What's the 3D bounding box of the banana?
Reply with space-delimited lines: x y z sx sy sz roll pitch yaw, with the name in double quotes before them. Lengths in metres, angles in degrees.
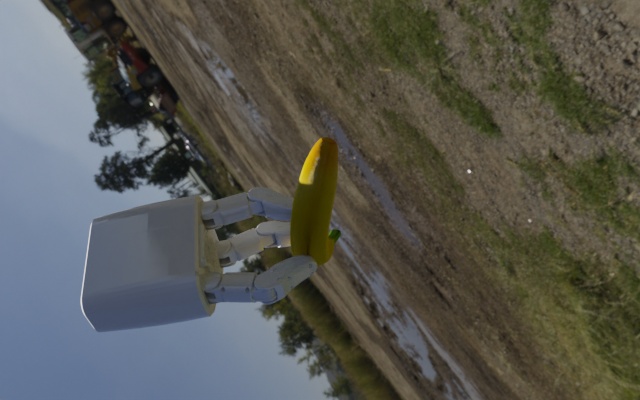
"banana" -0.005 0.019 0.446 0.037 0.069 0.198 15 -25 8
